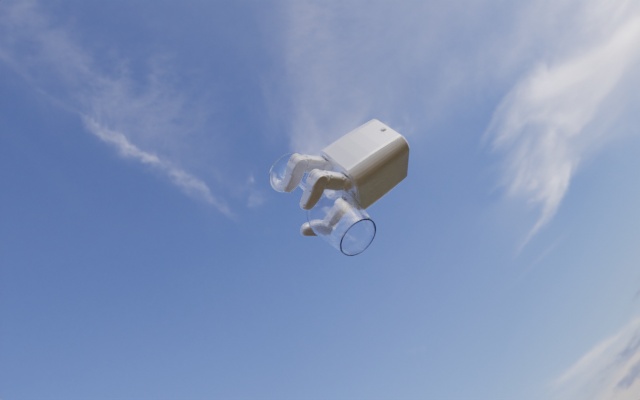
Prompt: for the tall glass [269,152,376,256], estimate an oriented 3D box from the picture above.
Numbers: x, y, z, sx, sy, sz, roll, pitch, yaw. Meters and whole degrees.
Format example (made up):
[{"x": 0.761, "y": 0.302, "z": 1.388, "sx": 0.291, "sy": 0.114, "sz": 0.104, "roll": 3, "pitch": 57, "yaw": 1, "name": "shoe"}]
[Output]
[{"x": 0.000, "y": 0.002, "z": 0.729, "sx": 0.079, "sy": 0.079, "sz": 0.201, "roll": 0, "pitch": 30, "yaw": -38, "name": "tall glass"}]
